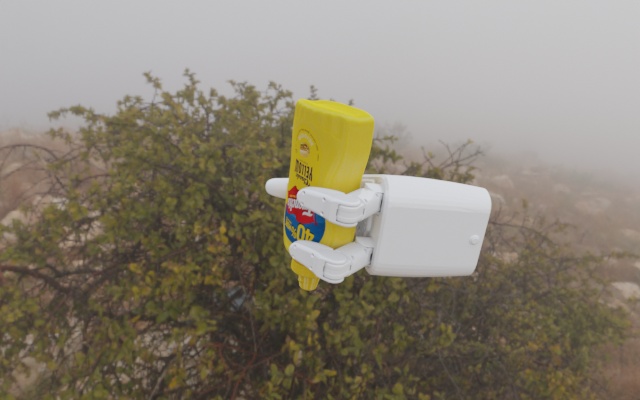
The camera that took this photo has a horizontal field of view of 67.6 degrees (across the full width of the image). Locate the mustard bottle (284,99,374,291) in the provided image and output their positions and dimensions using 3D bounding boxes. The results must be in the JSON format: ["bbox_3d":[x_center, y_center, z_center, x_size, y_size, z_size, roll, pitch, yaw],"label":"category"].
[{"bbox_3d":[0.000,0.001,0.475,0.058,0.192,0.096,-5,23,-33],"label":"mustard bottle"}]
